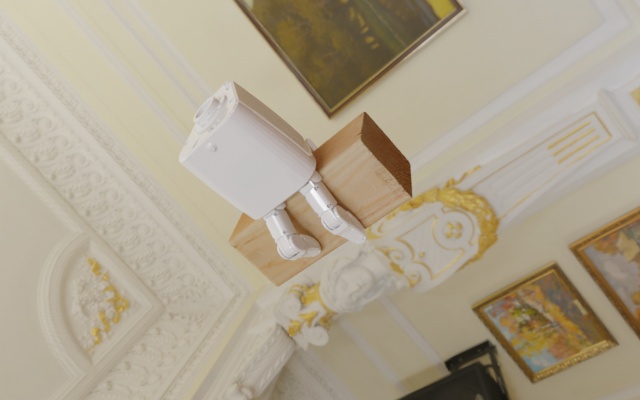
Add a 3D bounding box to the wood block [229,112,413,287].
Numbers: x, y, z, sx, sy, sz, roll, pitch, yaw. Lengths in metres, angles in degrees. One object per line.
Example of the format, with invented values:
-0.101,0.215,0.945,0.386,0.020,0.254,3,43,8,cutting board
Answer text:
0.000,0.002,0.572,0.206,0.090,0.090,-36,20,26,wood block
